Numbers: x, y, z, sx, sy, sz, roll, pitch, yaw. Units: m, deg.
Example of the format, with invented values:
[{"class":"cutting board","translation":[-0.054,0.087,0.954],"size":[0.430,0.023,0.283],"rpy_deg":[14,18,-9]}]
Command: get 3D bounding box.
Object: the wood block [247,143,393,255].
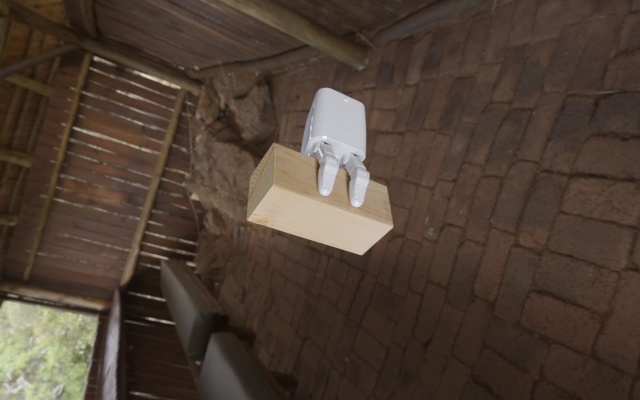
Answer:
[{"class":"wood block","translation":[0.000,0.002,0.745],"size":[0.206,0.090,0.091],"rpy_deg":[19,-44,-24]}]
